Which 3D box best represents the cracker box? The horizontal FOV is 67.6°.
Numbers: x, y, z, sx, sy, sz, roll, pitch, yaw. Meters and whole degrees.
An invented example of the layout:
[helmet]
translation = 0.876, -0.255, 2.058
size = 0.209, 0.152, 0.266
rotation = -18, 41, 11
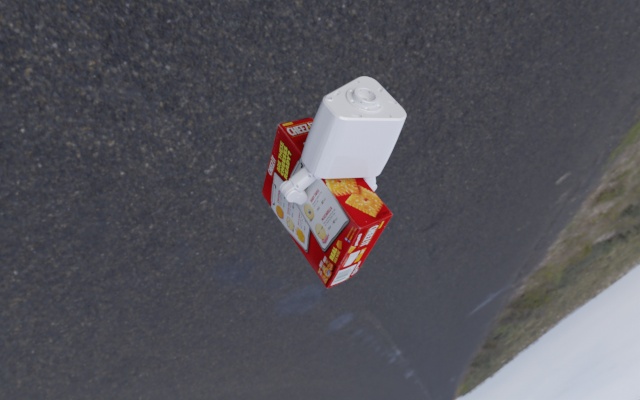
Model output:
[cracker box]
translation = 0.000, 0.003, 0.745
size = 0.072, 0.213, 0.164
rotation = -19, -31, -32
